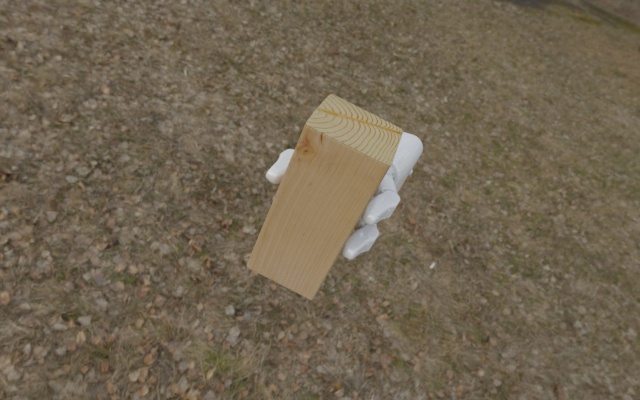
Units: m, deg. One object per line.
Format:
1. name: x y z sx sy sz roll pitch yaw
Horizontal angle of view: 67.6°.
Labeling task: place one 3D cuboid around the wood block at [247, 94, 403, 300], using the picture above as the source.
1. wood block: 0.000 0.001 0.534 0.091 0.206 0.090 27 36 1
